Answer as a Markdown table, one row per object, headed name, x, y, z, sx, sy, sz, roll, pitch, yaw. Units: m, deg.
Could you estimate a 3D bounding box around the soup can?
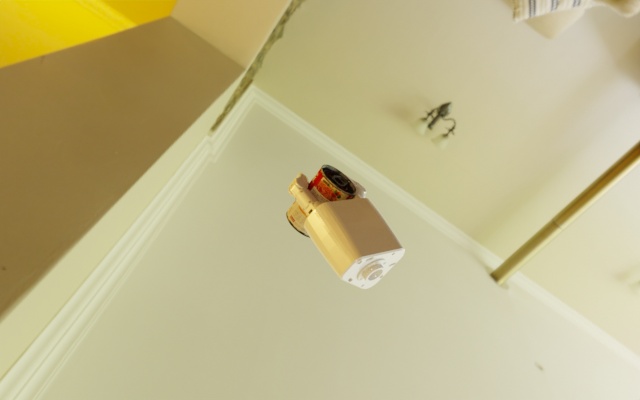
| name | x | y | z | sx | sy | sz | roll | pitch | yaw |
| --- | --- | --- | --- | --- | --- | --- | --- | --- | --- |
| soup can | 0.000 | 0.002 | 0.764 | 0.068 | 0.102 | 0.068 | 32 | 24 | -16 |
